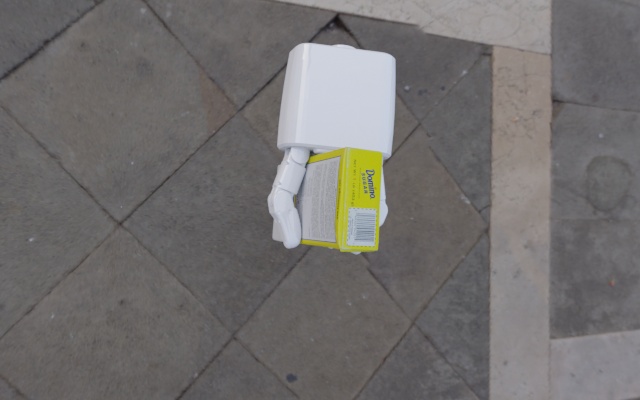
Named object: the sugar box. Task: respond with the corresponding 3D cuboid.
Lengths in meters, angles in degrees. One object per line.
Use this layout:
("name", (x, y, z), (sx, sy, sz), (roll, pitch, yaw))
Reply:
("sugar box", (0.001, 0.002, 0.501), (0.048, 0.093, 0.176), (5, -3, -22))
